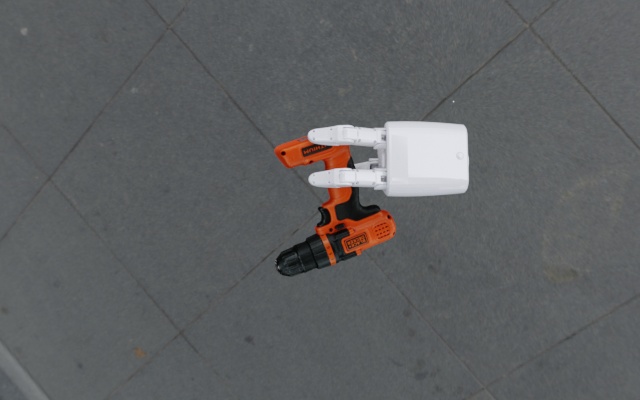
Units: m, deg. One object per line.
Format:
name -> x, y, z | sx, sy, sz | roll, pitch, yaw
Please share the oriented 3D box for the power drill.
power drill -> 0.000, 0.002, 0.679 | 0.184, 0.188, 0.057 | -21, 16, -9
